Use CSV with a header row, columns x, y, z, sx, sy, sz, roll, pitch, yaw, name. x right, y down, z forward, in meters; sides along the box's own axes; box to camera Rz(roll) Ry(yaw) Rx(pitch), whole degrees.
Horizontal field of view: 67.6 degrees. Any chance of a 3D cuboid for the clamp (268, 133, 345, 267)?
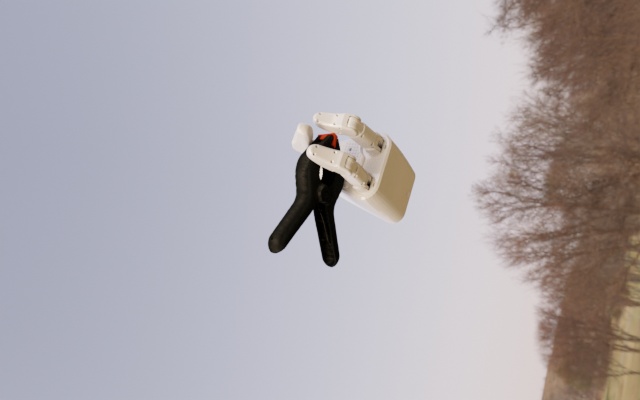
x,y,z,sx,sy,sz,roll,pitch,yaw,name
0.000,0.002,0.608,0.039,0.171,0.120,8,-18,36,clamp
